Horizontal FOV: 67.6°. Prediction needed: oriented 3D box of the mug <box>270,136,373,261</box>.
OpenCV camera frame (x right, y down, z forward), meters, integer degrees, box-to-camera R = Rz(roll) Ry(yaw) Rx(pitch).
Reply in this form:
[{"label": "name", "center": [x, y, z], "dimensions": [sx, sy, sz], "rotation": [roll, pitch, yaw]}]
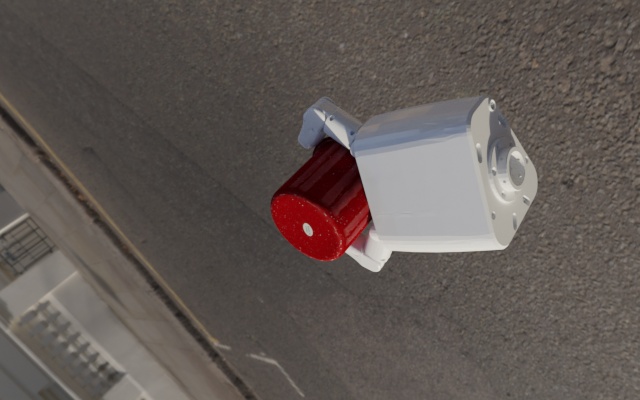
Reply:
[{"label": "mug", "center": [-0.001, 0.002, 0.450], "dimensions": [0.117, 0.093, 0.081], "rotation": [-5, 33, 47]}]
